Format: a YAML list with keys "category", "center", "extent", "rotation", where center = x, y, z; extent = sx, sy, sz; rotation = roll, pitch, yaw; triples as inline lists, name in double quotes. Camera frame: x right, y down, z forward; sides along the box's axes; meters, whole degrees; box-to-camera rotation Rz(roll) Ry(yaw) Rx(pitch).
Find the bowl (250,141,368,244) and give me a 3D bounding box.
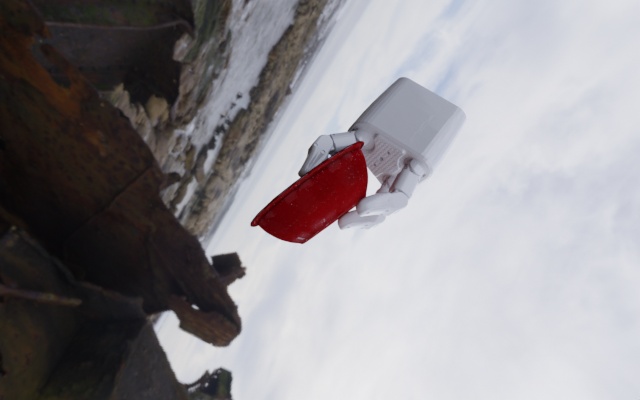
- category: "bowl"
  center: [-0.001, 0.003, 0.549]
  extent: [0.162, 0.055, 0.162]
  rotation: [-36, -4, -3]
